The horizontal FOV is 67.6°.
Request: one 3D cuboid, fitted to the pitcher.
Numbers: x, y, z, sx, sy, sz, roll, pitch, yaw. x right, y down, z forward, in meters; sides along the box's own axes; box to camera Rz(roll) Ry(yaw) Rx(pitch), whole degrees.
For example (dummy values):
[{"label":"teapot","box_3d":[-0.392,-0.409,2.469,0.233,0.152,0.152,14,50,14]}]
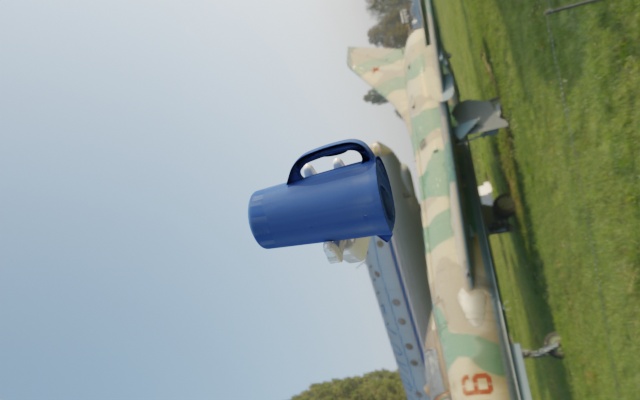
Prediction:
[{"label":"pitcher","box_3d":[0.000,0.003,0.822,0.243,0.149,0.145,-11,-25,16]}]
